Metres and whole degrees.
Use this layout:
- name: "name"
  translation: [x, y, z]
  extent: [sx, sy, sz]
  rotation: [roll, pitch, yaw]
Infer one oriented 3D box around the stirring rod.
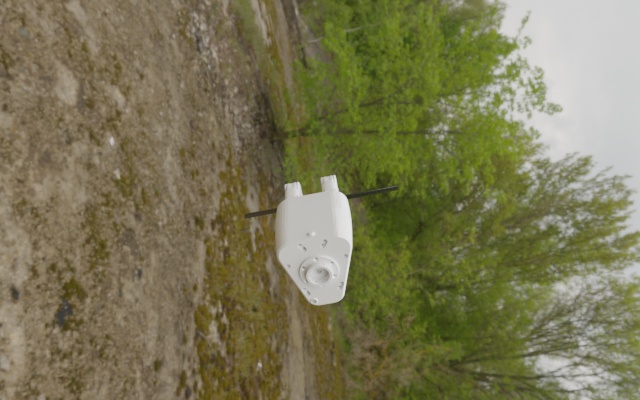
- name: "stirring rod"
  translation: [0.000, 0.003, 0.740]
  extent: [0.239, 0.011, 0.011]
  rotation: [-11, -1, 4]
